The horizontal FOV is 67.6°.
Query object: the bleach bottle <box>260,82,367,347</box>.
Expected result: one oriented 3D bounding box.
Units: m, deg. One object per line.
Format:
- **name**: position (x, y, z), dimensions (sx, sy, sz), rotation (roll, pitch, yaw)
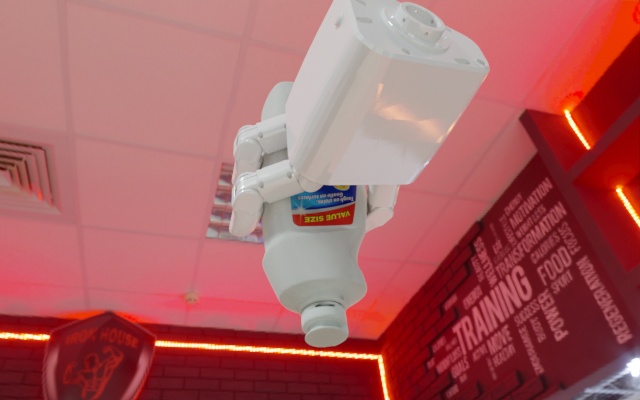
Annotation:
- **bleach bottle**: position (0.000, 0.001, 0.404), dimensions (0.102, 0.250, 0.068), rotation (12, -46, -20)
